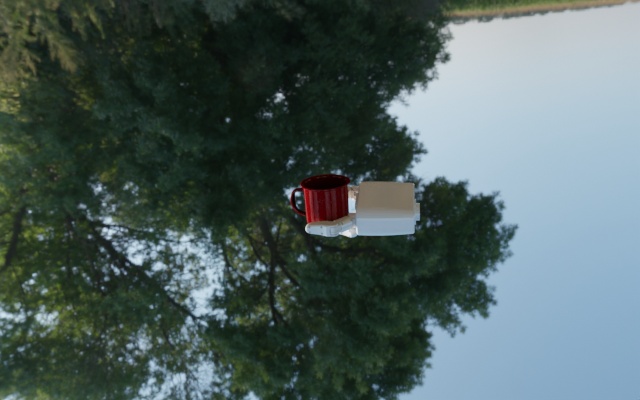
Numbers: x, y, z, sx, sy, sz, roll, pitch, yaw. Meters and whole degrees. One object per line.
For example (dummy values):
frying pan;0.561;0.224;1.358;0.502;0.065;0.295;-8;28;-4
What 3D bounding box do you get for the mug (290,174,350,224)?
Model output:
mug;-0.001;0.003;0.899;0.117;0.081;0.093;0;21;11
